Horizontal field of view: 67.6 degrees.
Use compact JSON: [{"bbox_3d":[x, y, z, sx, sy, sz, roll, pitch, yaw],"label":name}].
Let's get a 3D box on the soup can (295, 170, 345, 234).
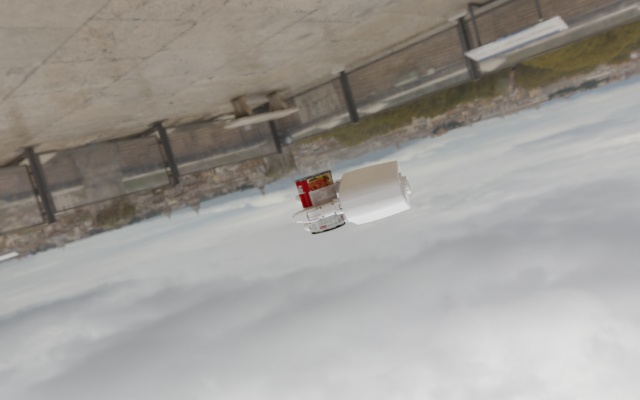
[{"bbox_3d":[0.000,0.003,0.862,0.068,0.102,0.068,-17,4,1],"label":"soup can"}]
